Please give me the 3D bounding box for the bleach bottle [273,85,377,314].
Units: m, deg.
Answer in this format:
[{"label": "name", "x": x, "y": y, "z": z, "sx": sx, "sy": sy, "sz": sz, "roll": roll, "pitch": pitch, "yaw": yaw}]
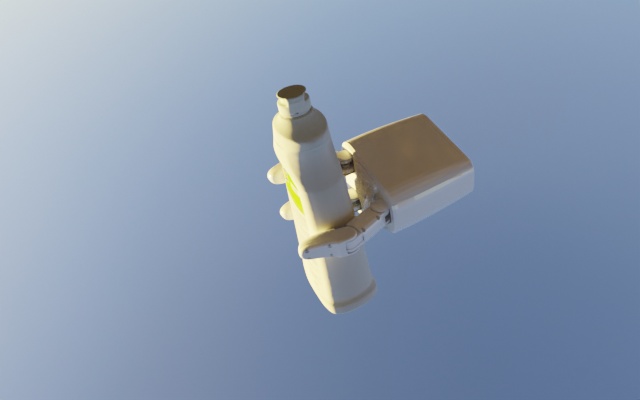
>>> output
[{"label": "bleach bottle", "x": 0.000, "y": 0.002, "z": 0.506, "sx": 0.068, "sy": 0.251, "sz": 0.102, "roll": -24, "pitch": 39, "yaw": -14}]
